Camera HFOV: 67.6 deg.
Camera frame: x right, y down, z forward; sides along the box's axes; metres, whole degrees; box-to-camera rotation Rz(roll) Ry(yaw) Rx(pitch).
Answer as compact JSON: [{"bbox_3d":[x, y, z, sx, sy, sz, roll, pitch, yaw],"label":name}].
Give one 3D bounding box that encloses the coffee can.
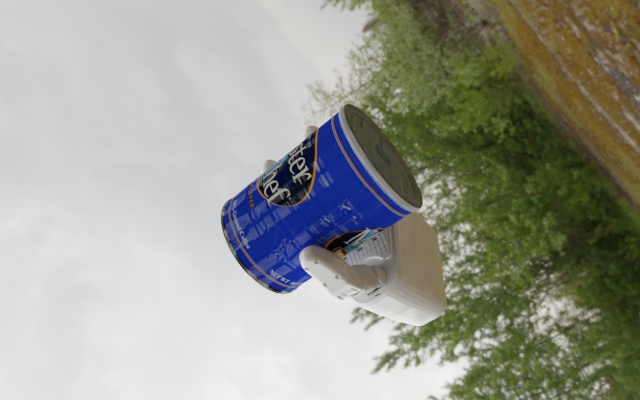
[{"bbox_3d":[0.000,0.001,0.409,0.140,0.102,0.103,-36,-15,22],"label":"coffee can"}]
